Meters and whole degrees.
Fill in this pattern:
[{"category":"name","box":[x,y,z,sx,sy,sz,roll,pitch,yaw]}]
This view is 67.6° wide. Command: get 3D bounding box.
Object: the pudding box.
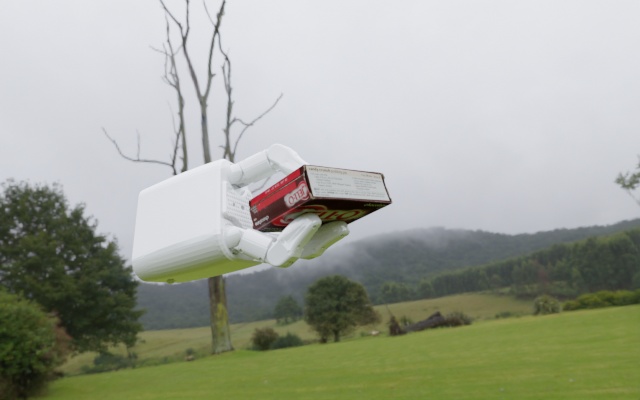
[{"category":"pudding box","box":[0.000,0.001,0.472,0.113,0.039,0.090,0,-20,-44]}]
